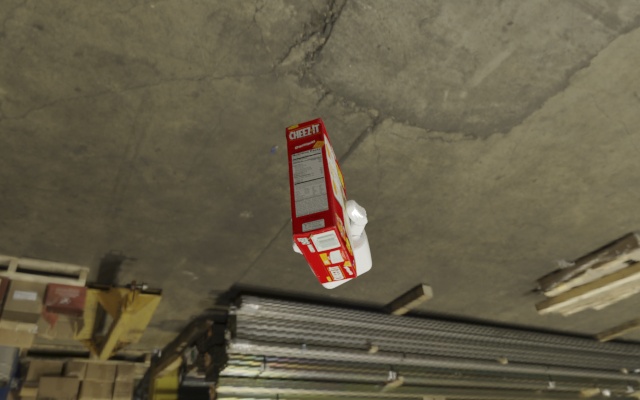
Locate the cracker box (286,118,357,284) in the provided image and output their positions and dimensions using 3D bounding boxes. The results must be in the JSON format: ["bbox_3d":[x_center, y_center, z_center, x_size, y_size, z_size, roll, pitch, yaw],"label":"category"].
[{"bbox_3d":[0.000,0.003,0.774,0.072,0.213,0.164,-13,-36,9],"label":"cracker box"}]
